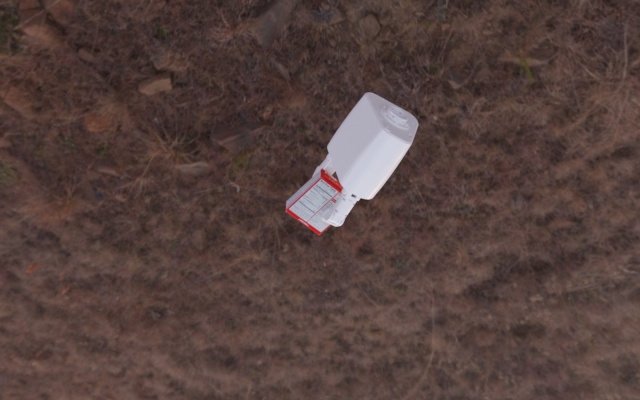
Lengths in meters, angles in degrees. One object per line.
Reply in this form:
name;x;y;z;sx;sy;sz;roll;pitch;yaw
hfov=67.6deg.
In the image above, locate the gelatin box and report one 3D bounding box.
gelatin box;0.000;0.003;0.754;0.073;0.089;0.030;36;26;-23
